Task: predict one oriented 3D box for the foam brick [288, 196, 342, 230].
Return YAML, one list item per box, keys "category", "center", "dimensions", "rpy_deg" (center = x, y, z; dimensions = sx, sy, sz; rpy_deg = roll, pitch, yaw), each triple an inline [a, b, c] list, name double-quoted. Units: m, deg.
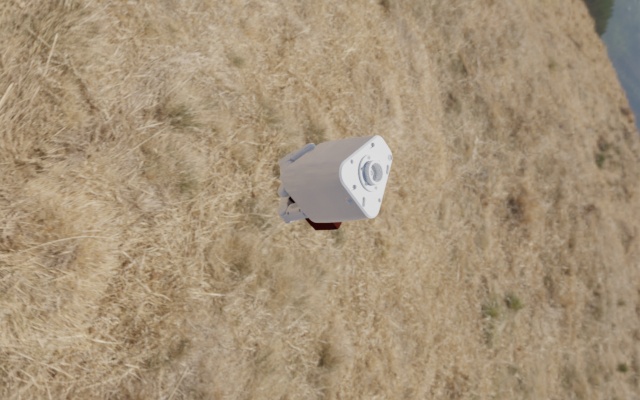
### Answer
- category: "foam brick"
  center: [0.000, 0.003, 0.734]
  dimensions: [0.051, 0.053, 0.078]
  rpy_deg: [-6, -46, 43]
